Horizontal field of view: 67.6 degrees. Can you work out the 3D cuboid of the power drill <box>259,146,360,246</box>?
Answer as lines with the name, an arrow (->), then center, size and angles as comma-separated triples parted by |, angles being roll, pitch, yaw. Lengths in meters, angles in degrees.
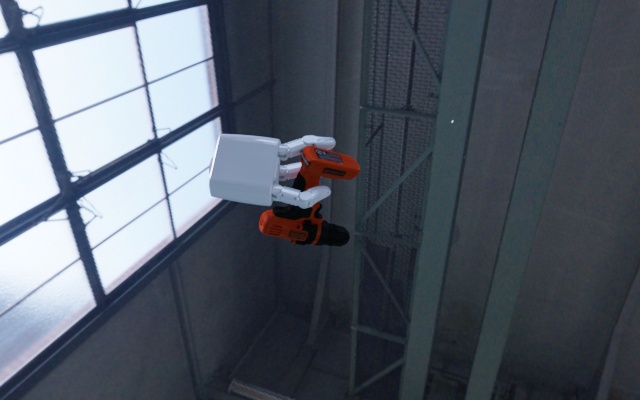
power drill -> 0.000, 0.002, 0.874 | 0.184, 0.188, 0.057 | 11, 29, -26
